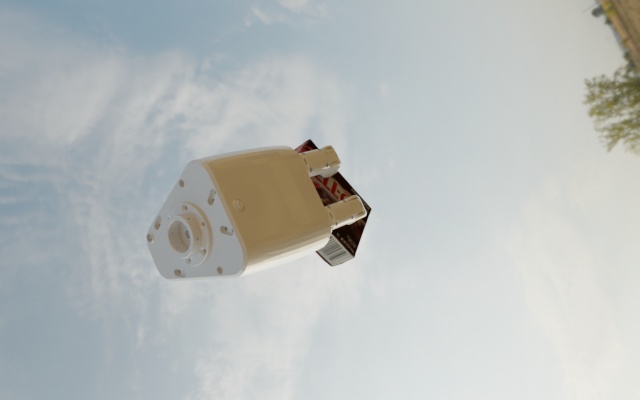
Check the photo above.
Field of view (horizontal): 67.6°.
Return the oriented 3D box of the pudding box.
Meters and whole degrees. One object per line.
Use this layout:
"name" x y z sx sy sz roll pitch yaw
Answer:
"pudding box" 0.000 0.002 0.512 0.039 0.113 0.090 -29 20 34
